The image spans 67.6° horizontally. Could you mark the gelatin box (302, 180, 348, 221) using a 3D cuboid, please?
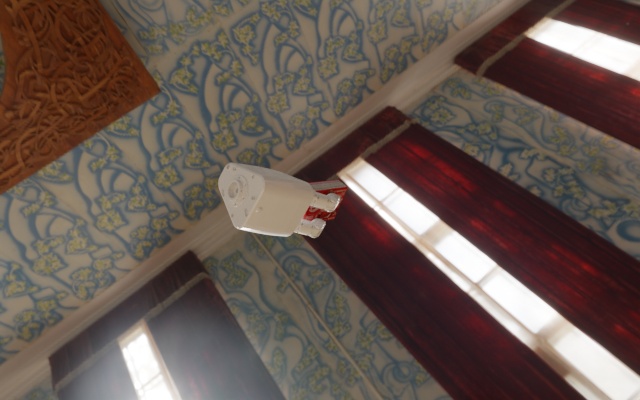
[{"bbox_3d":[0.000,0.003,0.862,0.089,0.073,0.030,-9,40,-45],"label":"gelatin box"}]
